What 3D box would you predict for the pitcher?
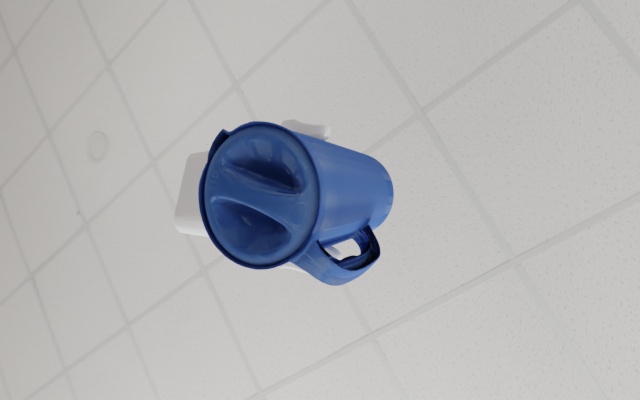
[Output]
[{"bbox_3d":[0.000,0.002,0.525,0.145,0.149,0.243,0,1,28],"label":"pitcher"}]
